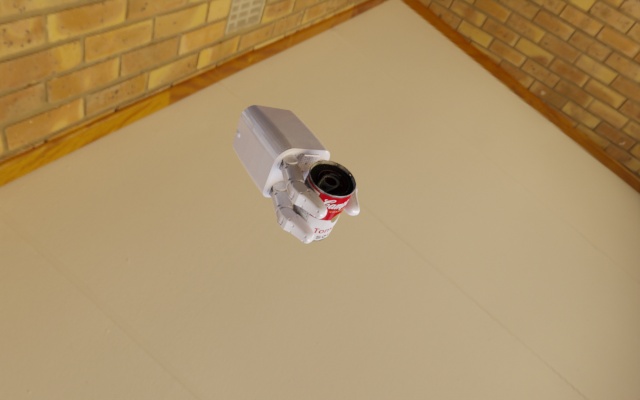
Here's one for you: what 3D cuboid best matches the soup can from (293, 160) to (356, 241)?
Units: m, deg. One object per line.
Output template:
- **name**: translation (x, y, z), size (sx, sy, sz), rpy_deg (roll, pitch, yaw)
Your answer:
- **soup can**: translation (0.000, 0.003, 0.681), size (0.068, 0.068, 0.102), rpy_deg (0, -41, -26)
